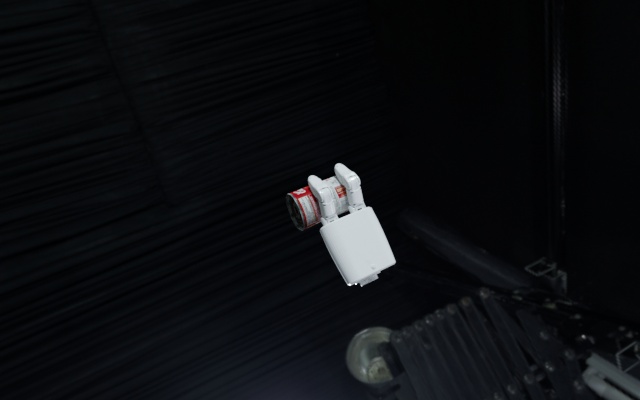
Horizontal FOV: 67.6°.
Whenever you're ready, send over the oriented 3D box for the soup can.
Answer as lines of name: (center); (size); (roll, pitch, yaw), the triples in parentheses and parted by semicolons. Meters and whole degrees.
soup can: (0.000, 0.002, 0.833); (0.102, 0.068, 0.068); (-22, 7, -19)
